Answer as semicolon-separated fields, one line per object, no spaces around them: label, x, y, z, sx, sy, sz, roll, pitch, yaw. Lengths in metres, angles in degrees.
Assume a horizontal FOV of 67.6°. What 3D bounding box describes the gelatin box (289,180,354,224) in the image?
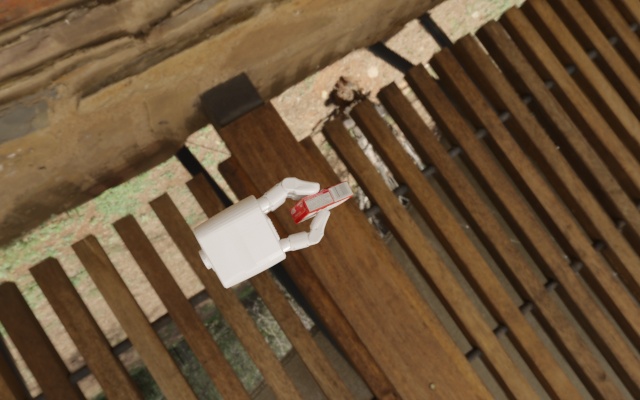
gelatin box;0.001;0.003;0.789;0.089;0.030;0.073;-22;-6;-23
